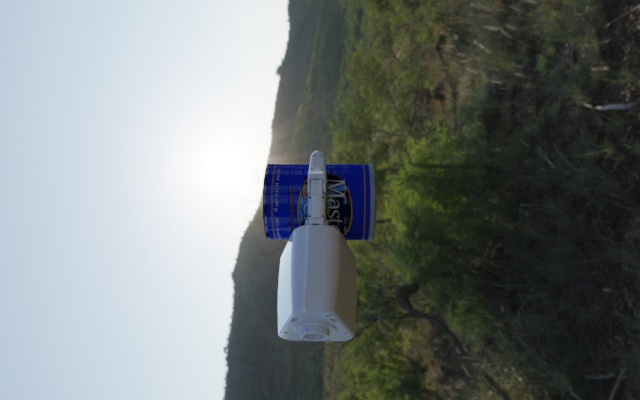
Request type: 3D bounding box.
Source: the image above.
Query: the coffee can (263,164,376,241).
[{"bbox_3d":[0.000,0.002,0.637,0.140,0.103,0.103,0,0,2],"label":"coffee can"}]
